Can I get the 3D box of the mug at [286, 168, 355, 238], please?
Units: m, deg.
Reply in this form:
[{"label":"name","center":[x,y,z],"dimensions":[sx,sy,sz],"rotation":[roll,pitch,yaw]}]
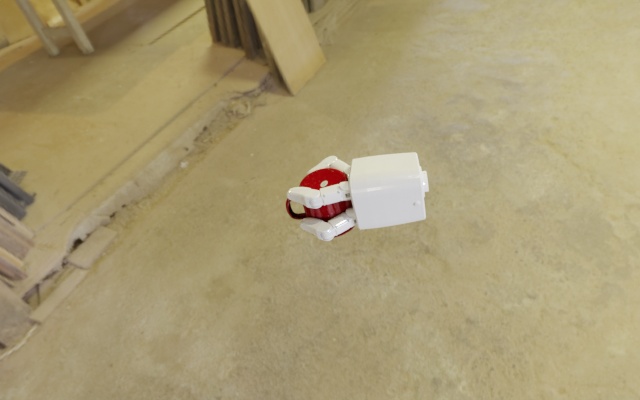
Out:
[{"label":"mug","center":[-0.001,0.003,0.786],"dimensions":[0.117,0.082,0.093],"rotation":[-7,41,10]}]
